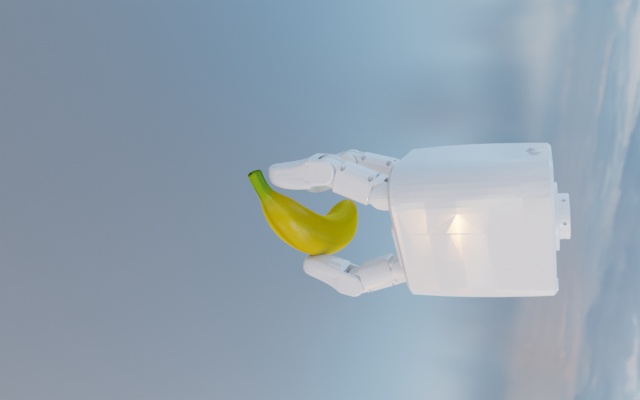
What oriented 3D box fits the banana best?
[{"bbox_3d":[0.001,0.019,0.455,0.037,0.069,0.198,-13,-13,23],"label":"banana"}]
